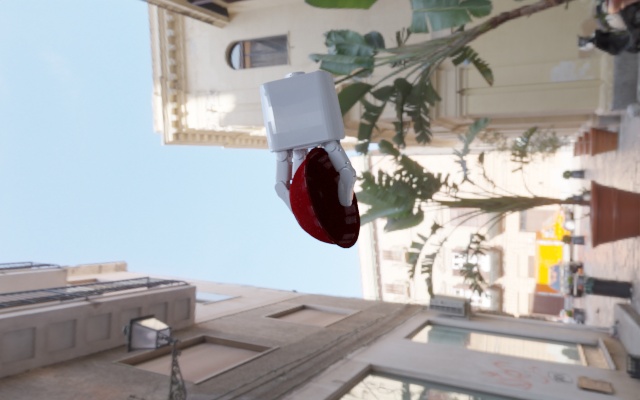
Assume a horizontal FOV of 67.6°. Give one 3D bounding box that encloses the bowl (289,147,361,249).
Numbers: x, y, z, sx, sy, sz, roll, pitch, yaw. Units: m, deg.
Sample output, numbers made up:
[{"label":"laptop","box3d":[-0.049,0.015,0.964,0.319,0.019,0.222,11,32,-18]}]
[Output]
[{"label":"bowl","box3d":[0.000,0.004,0.733,0.055,0.162,0.162,-20,-9,26]}]
